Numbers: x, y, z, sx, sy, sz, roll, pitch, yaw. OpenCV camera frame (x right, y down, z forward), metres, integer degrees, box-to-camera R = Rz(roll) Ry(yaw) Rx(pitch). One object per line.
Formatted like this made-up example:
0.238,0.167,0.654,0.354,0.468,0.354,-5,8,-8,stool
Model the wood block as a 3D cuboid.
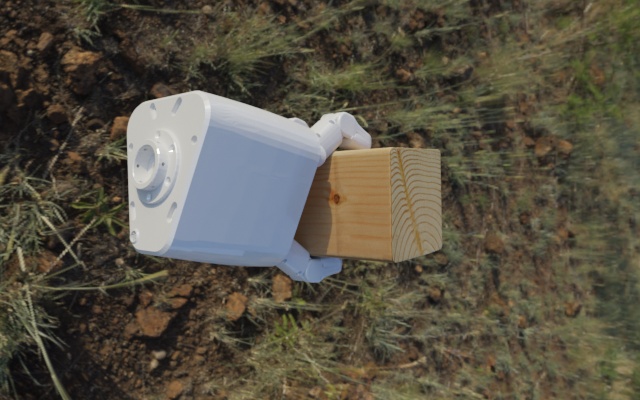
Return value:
0.000,0.002,0.454,0.206,0.091,0.090,1,4,39,wood block
